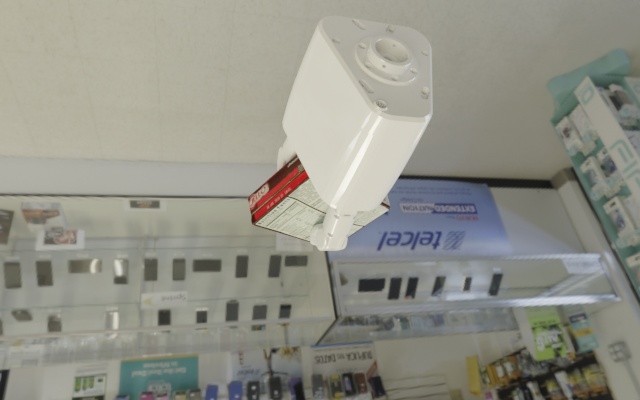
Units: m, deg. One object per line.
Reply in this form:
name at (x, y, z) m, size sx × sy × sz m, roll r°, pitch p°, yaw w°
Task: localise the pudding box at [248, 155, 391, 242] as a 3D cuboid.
pudding box at (0.000, 0.002, 0.468) m, size 0.113 × 0.039 × 0.090 m, roll 23°, pitch -47°, yaw -39°
